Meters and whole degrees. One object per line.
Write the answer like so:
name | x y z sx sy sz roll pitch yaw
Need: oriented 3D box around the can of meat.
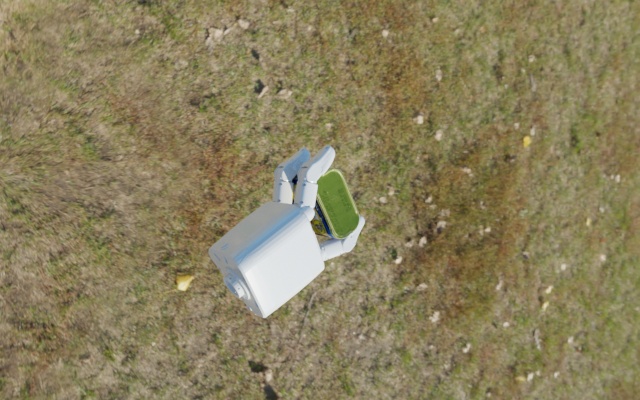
can of meat | 0.000 0.002 0.664 0.057 0.102 0.084 -34 21 -28
